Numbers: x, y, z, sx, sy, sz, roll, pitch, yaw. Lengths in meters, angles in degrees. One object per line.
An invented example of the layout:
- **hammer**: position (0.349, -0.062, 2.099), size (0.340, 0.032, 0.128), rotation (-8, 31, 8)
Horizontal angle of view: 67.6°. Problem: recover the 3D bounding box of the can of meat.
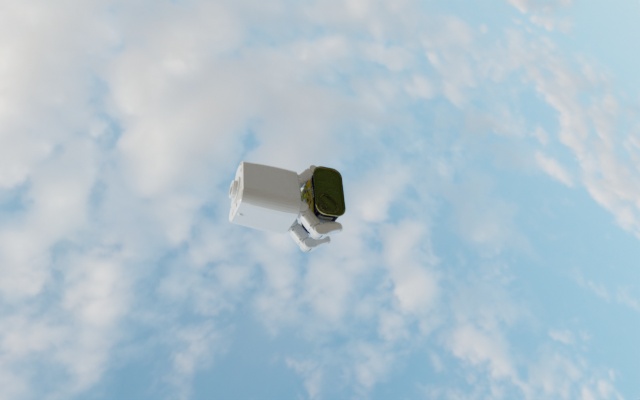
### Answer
- **can of meat**: position (0.000, 0.003, 0.879), size (0.057, 0.102, 0.084), rotation (9, -34, -22)
